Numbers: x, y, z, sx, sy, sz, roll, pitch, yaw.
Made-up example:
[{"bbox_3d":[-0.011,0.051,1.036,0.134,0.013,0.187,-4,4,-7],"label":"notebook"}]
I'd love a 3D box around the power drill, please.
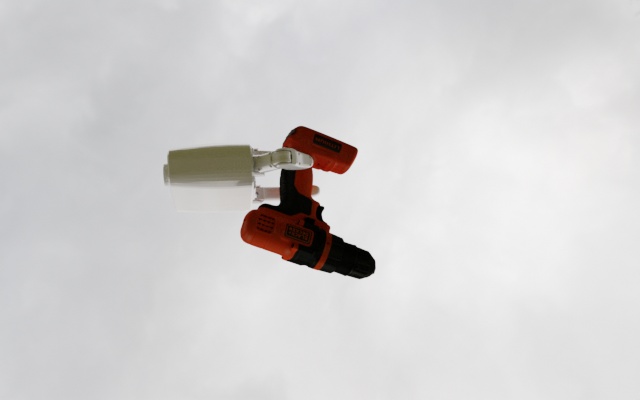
[{"bbox_3d":[0.000,0.002,0.644,0.184,0.187,0.057,21,-33,-15],"label":"power drill"}]
